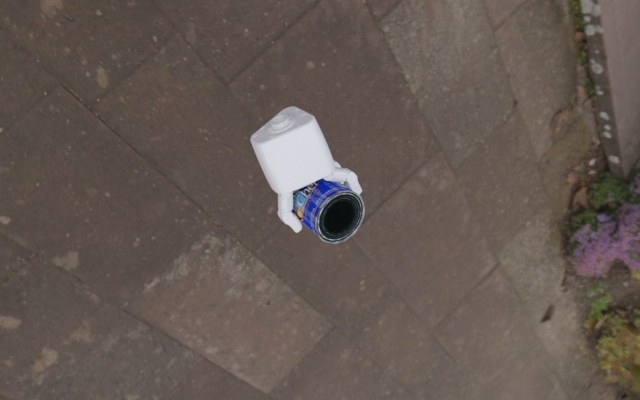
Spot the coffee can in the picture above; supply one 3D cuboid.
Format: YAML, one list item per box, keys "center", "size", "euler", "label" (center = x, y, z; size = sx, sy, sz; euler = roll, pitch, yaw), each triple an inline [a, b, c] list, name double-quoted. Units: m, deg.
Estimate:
- center: [0.000, 0.003, 0.882]
  size: [0.103, 0.103, 0.140]
  euler: [0, 23, -34]
  label: "coffee can"
